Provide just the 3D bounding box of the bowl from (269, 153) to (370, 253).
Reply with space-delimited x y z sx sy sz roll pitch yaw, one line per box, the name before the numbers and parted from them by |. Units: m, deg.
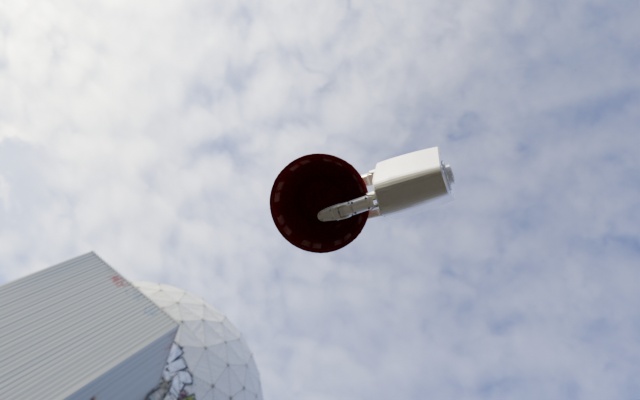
bowl | -0.001 0.003 0.789 0.162 0.162 0.055 0 7 5
